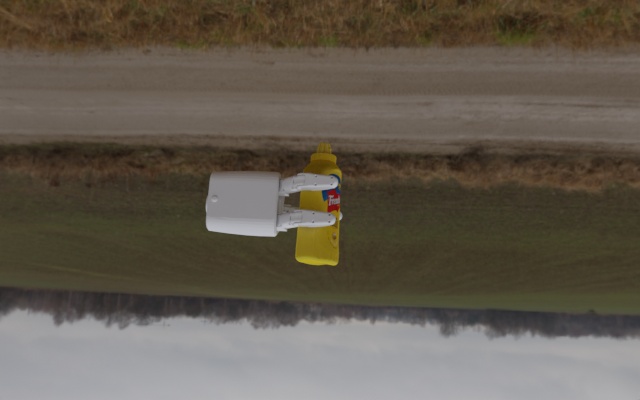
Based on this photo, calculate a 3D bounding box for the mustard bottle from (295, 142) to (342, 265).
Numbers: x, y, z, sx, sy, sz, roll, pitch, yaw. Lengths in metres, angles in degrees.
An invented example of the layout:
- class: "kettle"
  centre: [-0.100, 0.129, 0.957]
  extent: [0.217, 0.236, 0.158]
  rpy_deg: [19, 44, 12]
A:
- class: "mustard bottle"
  centre: [0.000, 0.003, 0.748]
  extent: [0.058, 0.191, 0.096]
  rpy_deg: [-2, -13, 24]
